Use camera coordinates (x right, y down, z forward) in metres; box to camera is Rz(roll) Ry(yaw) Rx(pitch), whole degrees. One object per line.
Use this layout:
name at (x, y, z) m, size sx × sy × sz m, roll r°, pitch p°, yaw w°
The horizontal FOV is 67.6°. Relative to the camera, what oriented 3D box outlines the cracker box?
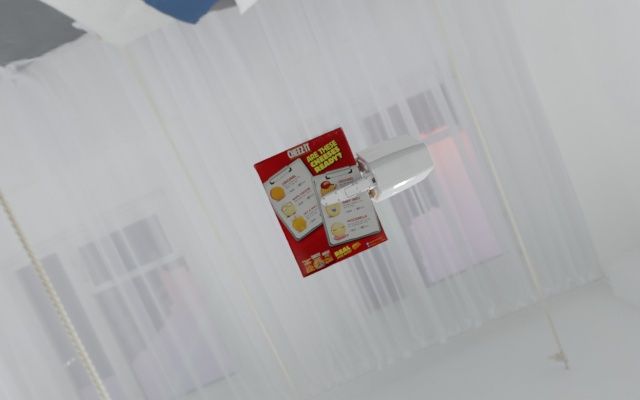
cracker box at (0.000, 0.003, 0.839) m, size 0.164 × 0.214 × 0.072 m, roll -24°, pitch 6°, yaw -5°
